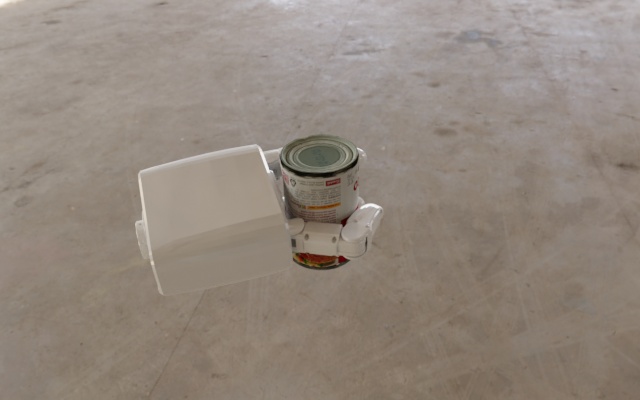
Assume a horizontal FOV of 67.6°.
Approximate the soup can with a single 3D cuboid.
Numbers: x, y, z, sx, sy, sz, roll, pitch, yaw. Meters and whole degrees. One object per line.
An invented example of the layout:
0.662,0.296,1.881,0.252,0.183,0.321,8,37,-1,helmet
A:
0.001,0.001,0.422,0.068,0.102,0.068,-1,36,1,soup can
